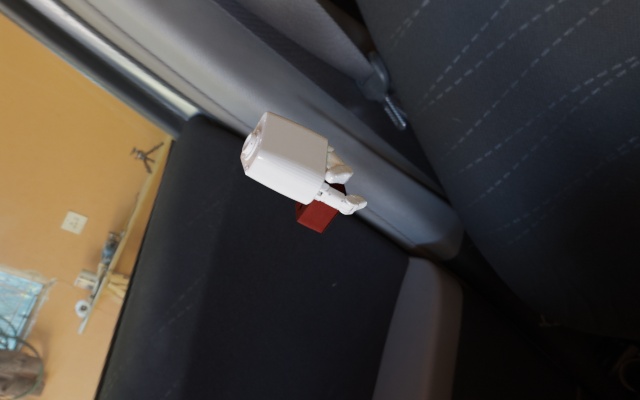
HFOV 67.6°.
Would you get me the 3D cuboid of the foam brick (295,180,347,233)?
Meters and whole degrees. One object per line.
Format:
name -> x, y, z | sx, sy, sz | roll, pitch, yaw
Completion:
foam brick -> 0.000, 0.003, 0.771 | 0.051, 0.078, 0.053 | 24, 30, -22
